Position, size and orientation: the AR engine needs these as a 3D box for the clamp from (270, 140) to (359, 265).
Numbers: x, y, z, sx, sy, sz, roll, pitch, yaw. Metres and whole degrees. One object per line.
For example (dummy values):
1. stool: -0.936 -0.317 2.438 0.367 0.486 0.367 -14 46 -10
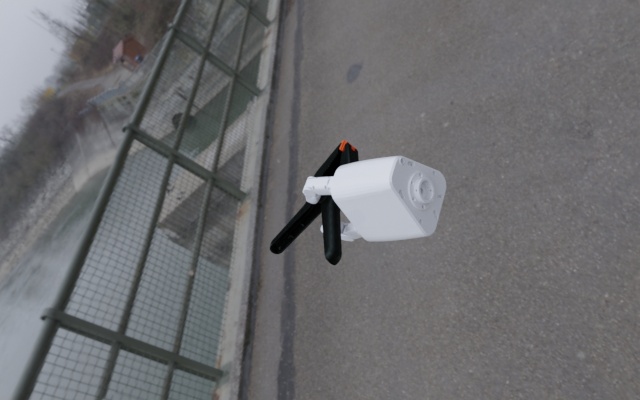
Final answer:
1. clamp: 0.000 0.002 0.748 0.036 0.210 0.164 35 -27 -33
